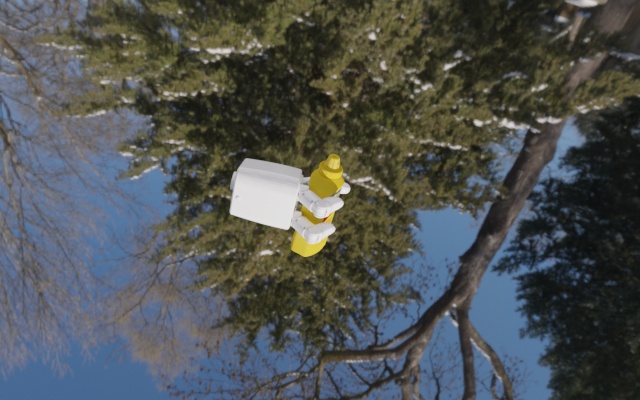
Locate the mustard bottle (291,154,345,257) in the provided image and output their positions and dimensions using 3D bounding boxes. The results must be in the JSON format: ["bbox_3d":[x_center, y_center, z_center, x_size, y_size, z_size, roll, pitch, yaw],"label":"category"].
[{"bbox_3d":[0.000,0.003,0.851,0.058,0.192,0.096,27,34,16],"label":"mustard bottle"}]
